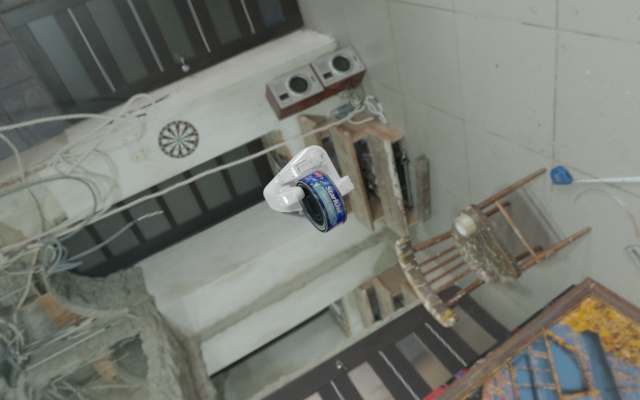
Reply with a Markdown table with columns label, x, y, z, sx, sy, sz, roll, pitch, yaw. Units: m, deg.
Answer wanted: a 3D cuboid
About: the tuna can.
| label | x | y | z | sx | sy | sz | roll | pitch | yaw |
| --- | --- | --- | --- | --- | --- | --- | --- | --- | --- |
| tuna can | 0.000 | 0.002 | 0.680 | 0.033 | 0.086 | 0.086 | -28 | 10 | -19 |
